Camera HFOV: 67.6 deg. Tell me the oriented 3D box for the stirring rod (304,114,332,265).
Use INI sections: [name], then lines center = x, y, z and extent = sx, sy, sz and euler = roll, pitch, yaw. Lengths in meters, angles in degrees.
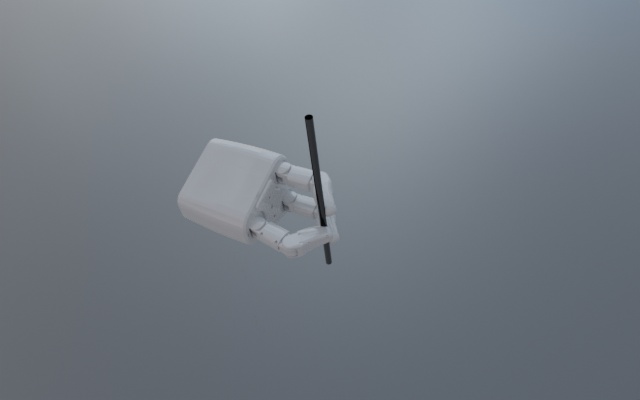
[stirring rod]
center = 0.000, 0.002, 0.528
extent = 0.011, 0.011, 0.240
euler = 0, -40, 7
